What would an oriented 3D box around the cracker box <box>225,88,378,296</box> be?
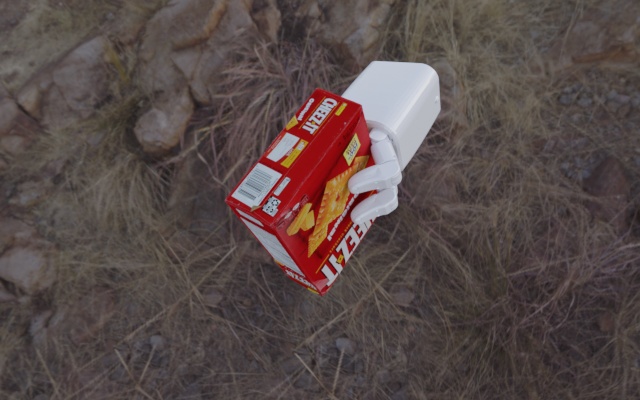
[{"bbox_3d":[0.000,0.002,0.571,0.072,0.164,0.214,27,-19,28],"label":"cracker box"}]
